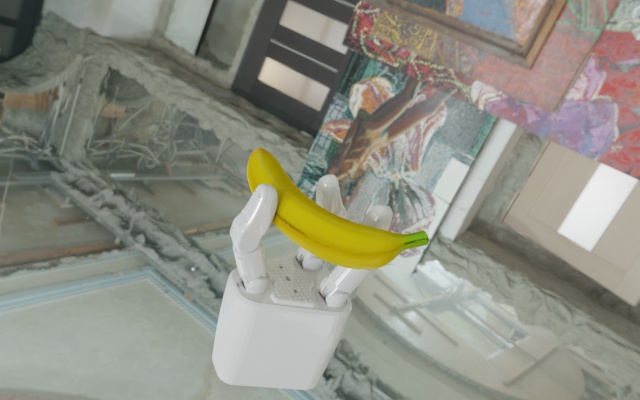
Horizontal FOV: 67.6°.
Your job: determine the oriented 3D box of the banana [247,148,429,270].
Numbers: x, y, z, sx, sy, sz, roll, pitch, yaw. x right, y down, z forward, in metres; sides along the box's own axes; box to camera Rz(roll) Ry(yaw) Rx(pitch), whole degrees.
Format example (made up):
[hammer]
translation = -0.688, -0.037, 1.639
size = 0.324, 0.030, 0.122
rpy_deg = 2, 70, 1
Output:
[banana]
translation = -0.009, 0.009, 0.415
size = 0.197, 0.037, 0.069
rpy_deg = 30, 37, 29
